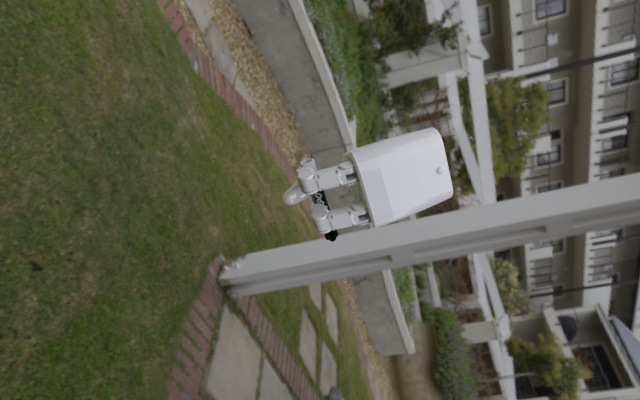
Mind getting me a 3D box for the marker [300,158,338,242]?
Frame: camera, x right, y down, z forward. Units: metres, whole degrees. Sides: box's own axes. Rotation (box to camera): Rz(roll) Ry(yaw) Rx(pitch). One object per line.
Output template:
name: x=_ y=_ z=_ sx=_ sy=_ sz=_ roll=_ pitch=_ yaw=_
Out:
marker: x=0.000 y=0.002 z=0.633 sx=0.020 sy=0.121 sz=0.020 roll=-16 pitch=24 yaw=7
